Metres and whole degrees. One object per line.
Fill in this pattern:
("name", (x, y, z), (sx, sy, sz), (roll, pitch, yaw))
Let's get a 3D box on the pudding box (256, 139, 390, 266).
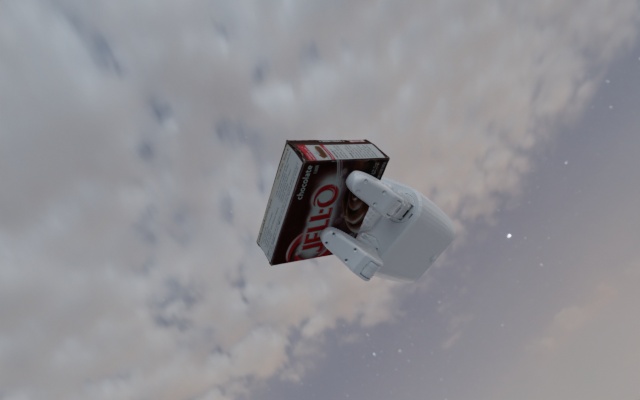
("pudding box", (0.000, 0.001, 0.425), (0.090, 0.113, 0.039), (-7, 38, -35))
